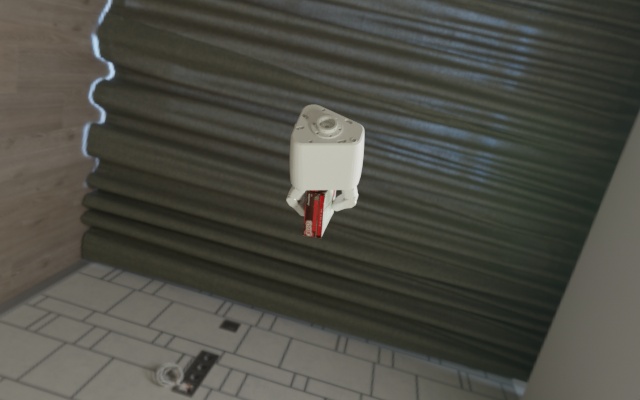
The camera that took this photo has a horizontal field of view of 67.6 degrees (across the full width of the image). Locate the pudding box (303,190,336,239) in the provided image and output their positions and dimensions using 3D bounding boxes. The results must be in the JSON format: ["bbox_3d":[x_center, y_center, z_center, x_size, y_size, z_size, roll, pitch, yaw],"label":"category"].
[{"bbox_3d":[0.000,0.003,0.855,0.039,0.090,0.113,11,26,11],"label":"pudding box"}]
